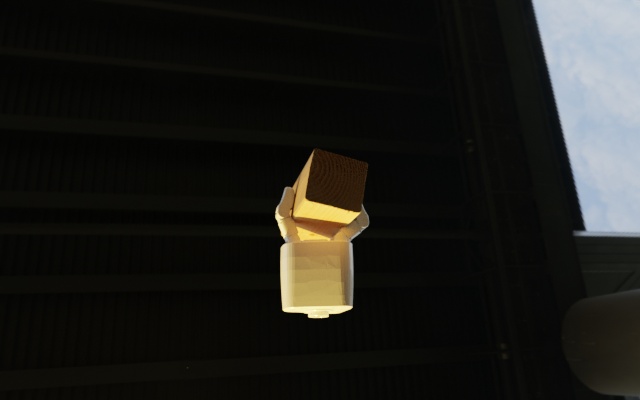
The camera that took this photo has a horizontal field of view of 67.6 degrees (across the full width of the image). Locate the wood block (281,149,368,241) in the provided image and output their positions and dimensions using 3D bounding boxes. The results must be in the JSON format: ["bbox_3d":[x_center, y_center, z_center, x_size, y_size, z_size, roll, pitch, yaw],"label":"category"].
[{"bbox_3d":[0.000,0.003,0.817,0.091,0.090,0.206,14,-22,-10],"label":"wood block"}]
